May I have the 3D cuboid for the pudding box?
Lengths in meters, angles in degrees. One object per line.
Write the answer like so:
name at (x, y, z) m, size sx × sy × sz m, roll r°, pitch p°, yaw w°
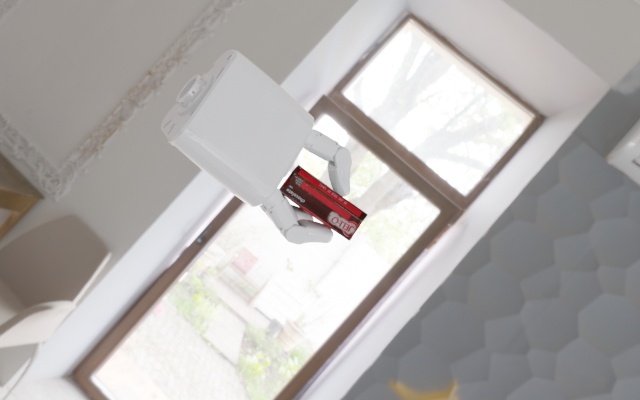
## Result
pudding box at (0.000, 0.002, 0.534) m, size 0.090 × 0.039 × 0.113 m, roll 36°, pitch 1°, yaw -3°
